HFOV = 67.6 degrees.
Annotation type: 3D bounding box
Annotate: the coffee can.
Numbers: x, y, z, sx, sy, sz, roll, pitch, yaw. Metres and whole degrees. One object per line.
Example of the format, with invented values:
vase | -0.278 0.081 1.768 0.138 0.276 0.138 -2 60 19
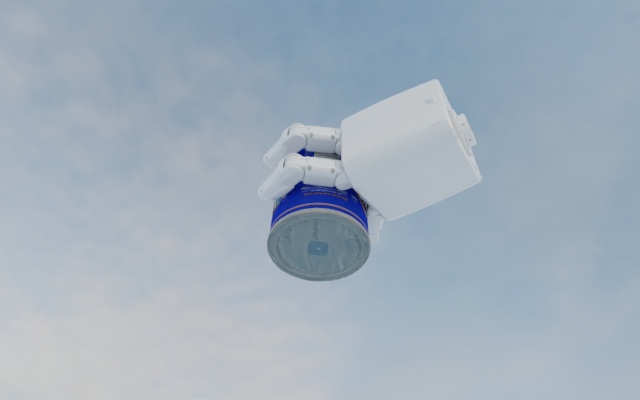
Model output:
coffee can | 0.000 0.002 0.522 0.103 0.103 0.140 0 43 2
